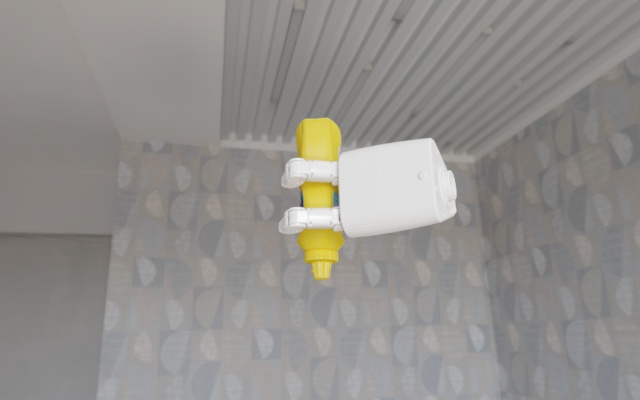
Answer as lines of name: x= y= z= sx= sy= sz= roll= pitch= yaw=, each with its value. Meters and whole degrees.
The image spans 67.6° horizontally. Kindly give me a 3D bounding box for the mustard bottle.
mustard bottle: x=0.000 y=0.002 z=0.596 sx=0.058 sy=0.191 sz=0.096 roll=-2 pitch=-16 yaw=1
